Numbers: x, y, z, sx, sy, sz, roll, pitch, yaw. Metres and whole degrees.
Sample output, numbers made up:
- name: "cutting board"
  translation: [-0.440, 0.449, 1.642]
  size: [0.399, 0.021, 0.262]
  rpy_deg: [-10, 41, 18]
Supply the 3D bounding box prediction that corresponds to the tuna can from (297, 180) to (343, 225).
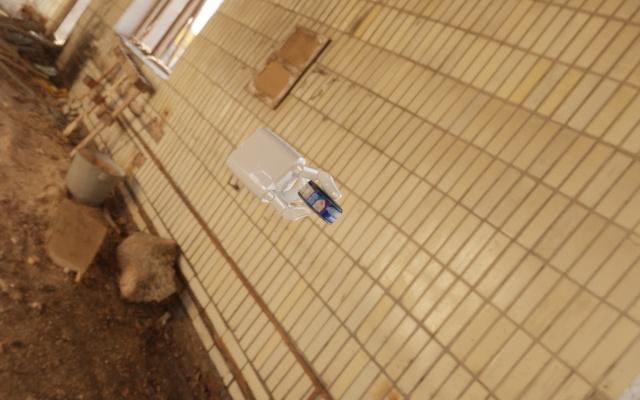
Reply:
- name: "tuna can"
  translation: [0.001, 0.002, 0.864]
  size: [0.086, 0.034, 0.086]
  rpy_deg: [43, 6, -6]
